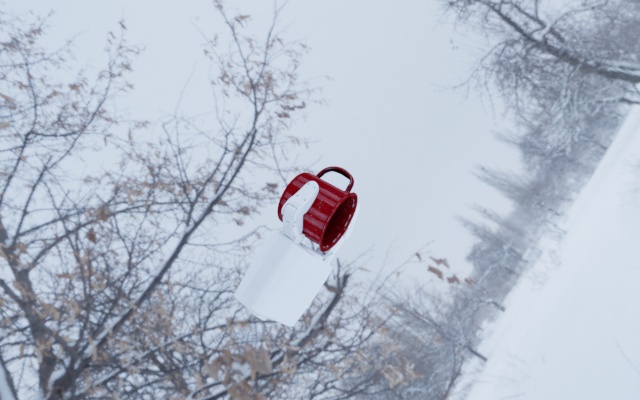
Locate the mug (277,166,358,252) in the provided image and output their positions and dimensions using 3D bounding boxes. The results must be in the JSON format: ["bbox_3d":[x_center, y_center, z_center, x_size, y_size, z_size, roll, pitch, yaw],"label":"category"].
[{"bbox_3d":[0.001,0.001,0.672,0.081,0.117,0.093,29,-9,21],"label":"mug"}]
